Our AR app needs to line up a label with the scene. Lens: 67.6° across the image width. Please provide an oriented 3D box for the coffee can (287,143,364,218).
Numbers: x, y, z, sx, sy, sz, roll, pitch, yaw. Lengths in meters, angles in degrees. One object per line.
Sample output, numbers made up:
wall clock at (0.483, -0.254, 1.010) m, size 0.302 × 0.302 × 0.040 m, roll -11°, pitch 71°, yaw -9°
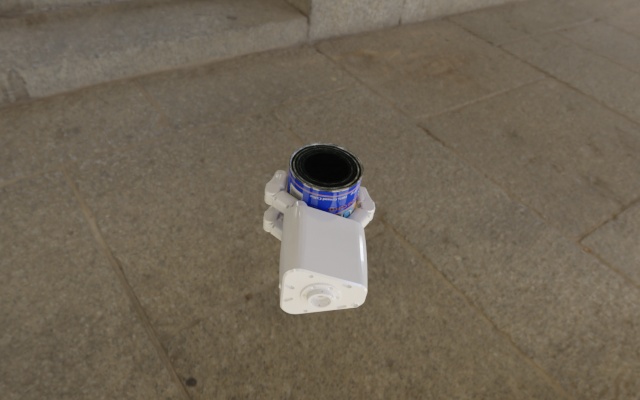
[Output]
coffee can at (0.000, 0.002, 0.695) m, size 0.103 × 0.140 × 0.102 m, roll 5°, pitch 43°, yaw -5°
